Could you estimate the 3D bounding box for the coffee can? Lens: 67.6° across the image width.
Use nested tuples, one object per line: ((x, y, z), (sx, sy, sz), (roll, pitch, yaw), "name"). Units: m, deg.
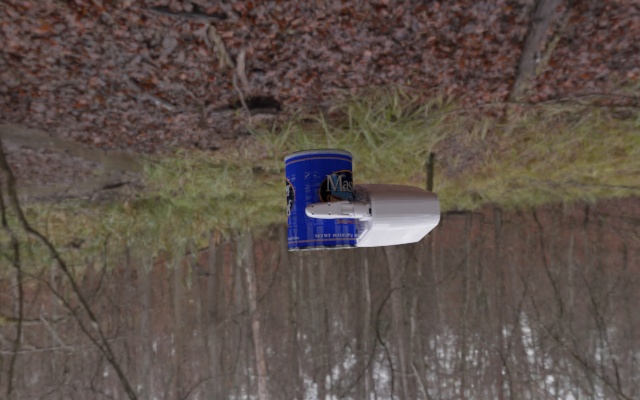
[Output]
((0.000, 0.002, 0.712), (0.103, 0.140, 0.103), (-3, -7, 0), "coffee can")
